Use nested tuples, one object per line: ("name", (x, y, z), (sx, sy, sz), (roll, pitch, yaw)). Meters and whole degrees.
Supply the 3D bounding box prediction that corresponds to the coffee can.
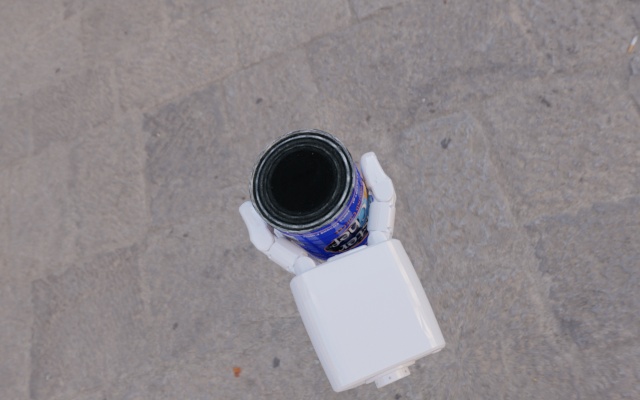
("coffee can", (0.000, 0.001, 0.500), (0.103, 0.102, 0.140), (0, -18, 16))
